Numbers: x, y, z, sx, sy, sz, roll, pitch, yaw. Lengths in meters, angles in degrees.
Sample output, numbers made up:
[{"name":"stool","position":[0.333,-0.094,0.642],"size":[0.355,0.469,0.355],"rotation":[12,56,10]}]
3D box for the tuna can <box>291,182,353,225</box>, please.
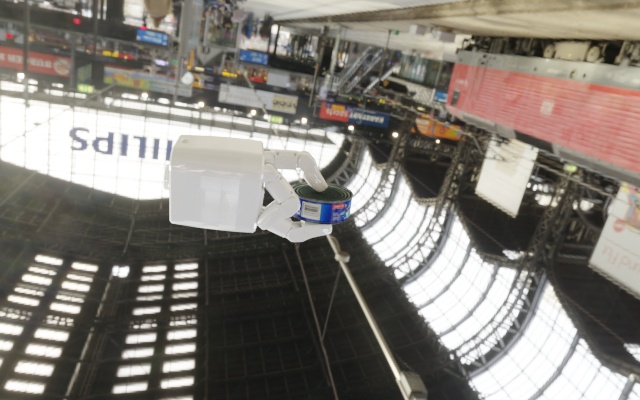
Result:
[{"name":"tuna can","position":[0.000,0.003,0.648],"size":[0.086,0.034,0.086],"rotation":[5,18,-2]}]
